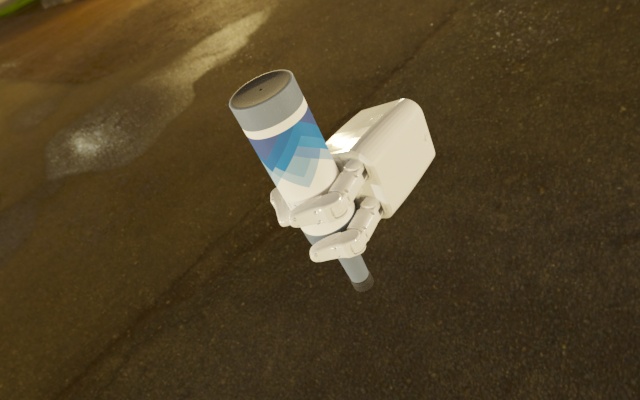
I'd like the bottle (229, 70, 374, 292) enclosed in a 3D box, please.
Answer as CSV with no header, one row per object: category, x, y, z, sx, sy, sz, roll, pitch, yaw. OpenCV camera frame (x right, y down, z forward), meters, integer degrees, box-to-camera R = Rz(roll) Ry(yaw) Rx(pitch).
bottle,0.000,0.002,0.530,0.069,0.296,0.069,-18,37,14
